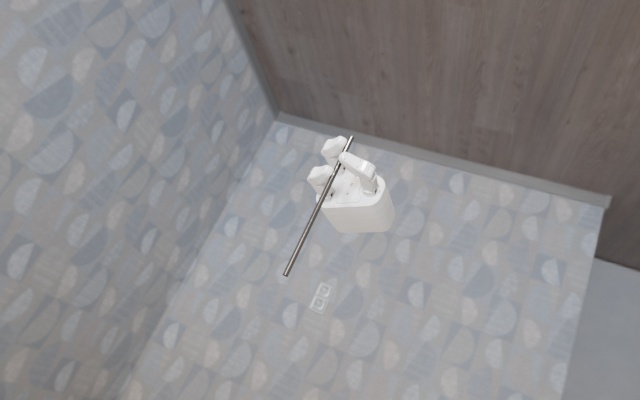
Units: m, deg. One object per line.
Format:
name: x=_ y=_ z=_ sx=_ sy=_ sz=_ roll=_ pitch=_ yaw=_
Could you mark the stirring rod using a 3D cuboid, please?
stirring rod: x=0.000 y=0.002 z=0.698 sx=0.011 sy=0.239 sz=0.011 roll=22 pitch=-22 yaw=9
